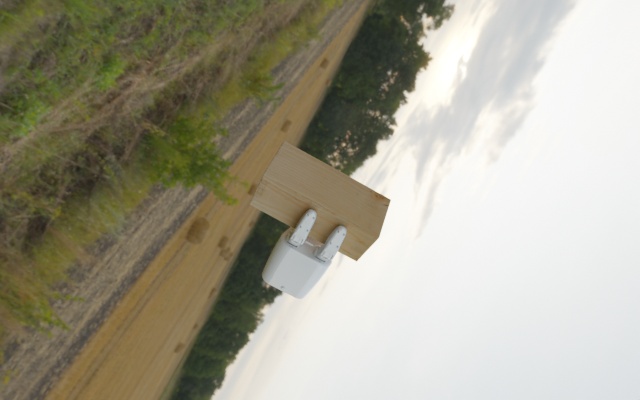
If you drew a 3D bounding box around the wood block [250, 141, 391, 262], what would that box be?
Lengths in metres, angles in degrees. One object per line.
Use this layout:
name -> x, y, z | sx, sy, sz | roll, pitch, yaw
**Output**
wood block -> 0.000, 0.003, 0.801 | 0.206, 0.090, 0.090 | 28, -41, -5
